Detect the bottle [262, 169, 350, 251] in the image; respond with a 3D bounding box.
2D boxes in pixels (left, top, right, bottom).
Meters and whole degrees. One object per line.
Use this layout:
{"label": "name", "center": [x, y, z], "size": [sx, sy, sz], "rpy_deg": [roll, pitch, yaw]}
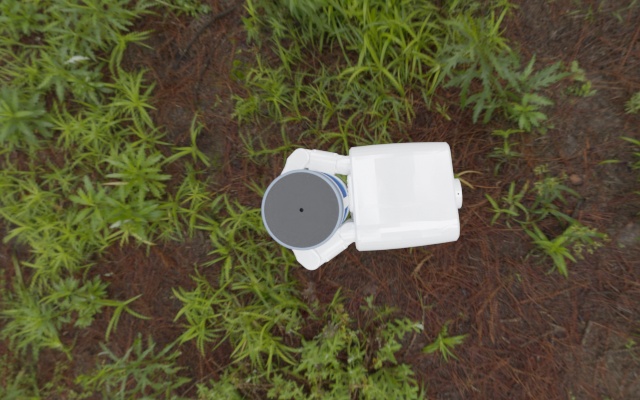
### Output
{"label": "bottle", "center": [0.000, 0.002, 0.532], "size": [0.069, 0.069, 0.295], "rpy_deg": [0, 2, 6]}
